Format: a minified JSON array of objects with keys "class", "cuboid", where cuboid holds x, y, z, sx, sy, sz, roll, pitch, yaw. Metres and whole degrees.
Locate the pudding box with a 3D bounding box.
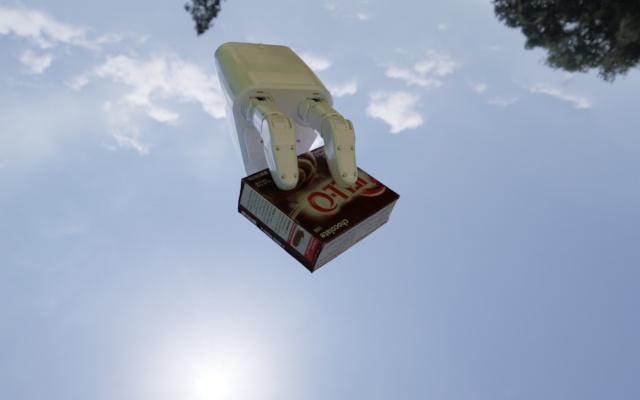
[{"class":"pudding box","cuboid":[0.000,0.001,0.407,0.090,0.039,0.113,36,41,23]}]
